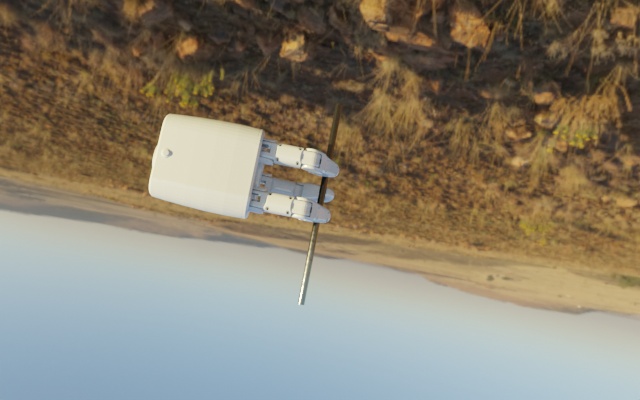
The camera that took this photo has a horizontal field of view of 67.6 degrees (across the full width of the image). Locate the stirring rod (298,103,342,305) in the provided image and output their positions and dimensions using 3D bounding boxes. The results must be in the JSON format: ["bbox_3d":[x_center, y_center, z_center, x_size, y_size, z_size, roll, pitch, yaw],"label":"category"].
[{"bbox_3d":[0.000,0.002,0.561,0.011,0.239,0.011,11,-7,1],"label":"stirring rod"}]
